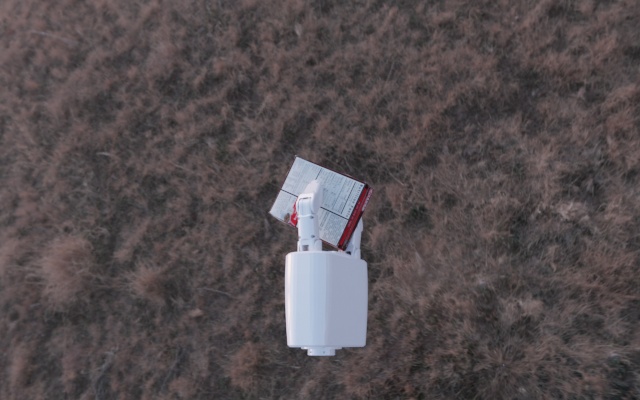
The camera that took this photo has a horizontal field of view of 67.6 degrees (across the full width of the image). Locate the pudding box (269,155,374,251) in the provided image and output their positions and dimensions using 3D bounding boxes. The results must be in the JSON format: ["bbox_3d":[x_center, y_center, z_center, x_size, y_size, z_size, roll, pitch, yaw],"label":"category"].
[{"bbox_3d":[0.000,0.002,0.619,0.113,0.090,0.039,24,-4,24],"label":"pudding box"}]
